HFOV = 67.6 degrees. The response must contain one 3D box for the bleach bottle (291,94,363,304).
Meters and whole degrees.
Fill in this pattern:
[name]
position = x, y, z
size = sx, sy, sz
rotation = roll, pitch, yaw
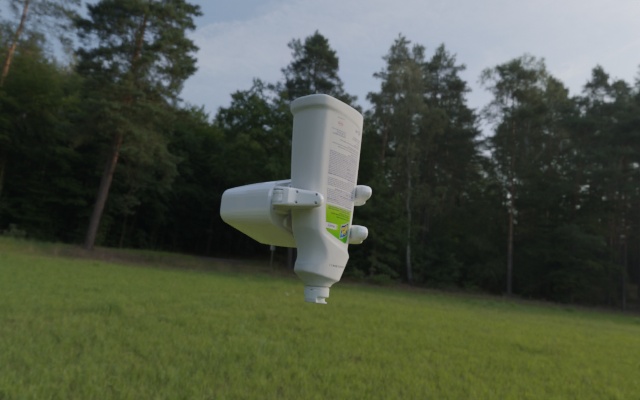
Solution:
[bleach bottle]
position = 0.000, 0.002, 0.606
size = 0.068, 0.250, 0.102
rotation = -3, -12, 40
